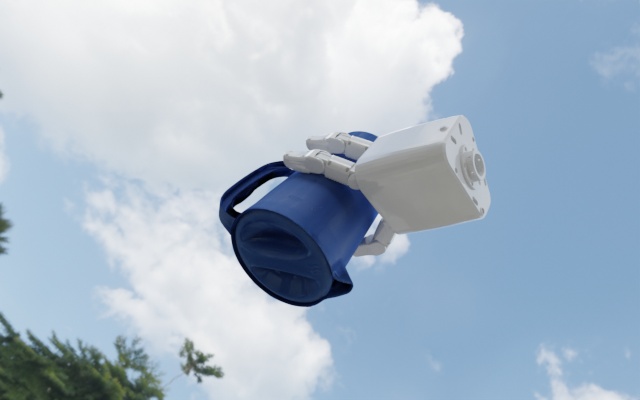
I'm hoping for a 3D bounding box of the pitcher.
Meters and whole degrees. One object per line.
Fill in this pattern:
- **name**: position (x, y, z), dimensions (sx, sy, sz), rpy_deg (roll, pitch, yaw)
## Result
- **pitcher**: position (0.000, 0.002, 0.606), dimensions (0.145, 0.149, 0.242), rpy_deg (-14, 22, 39)
